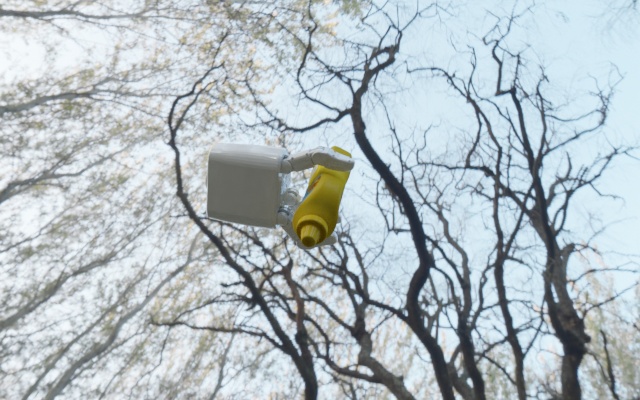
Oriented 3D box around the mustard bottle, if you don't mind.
[{"bbox_3d":[0.000,0.002,0.675,0.058,0.096,0.191,28,32,-6],"label":"mustard bottle"}]
